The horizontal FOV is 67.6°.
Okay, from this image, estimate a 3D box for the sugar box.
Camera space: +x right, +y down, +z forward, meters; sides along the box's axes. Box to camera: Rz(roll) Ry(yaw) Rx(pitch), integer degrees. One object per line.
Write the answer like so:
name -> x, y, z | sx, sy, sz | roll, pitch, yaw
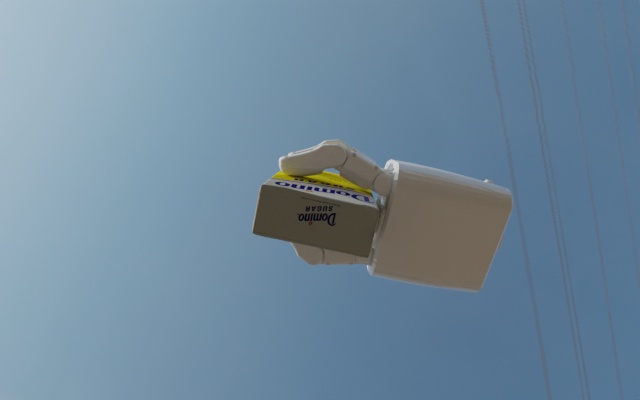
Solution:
sugar box -> 0.000, 0.001, 0.440 | 0.093, 0.048, 0.176 | 12, 7, 0
